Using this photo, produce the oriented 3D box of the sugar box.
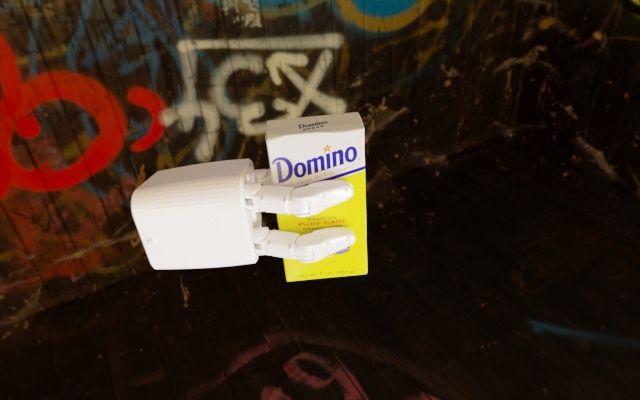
[{"bbox_3d":[0.000,0.002,0.493,0.093,0.176,0.048,-6,35,-1],"label":"sugar box"}]
